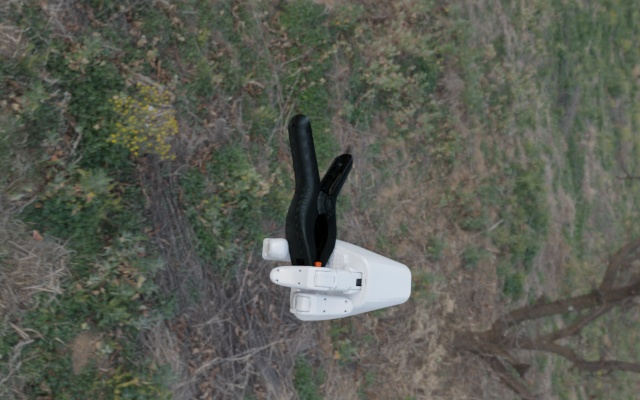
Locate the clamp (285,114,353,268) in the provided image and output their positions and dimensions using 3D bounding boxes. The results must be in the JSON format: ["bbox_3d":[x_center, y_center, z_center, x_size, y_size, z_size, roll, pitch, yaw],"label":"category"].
[{"bbox_3d":[0.001,0.002,0.531,0.039,0.171,0.120,-2,-11,37],"label":"clamp"}]
